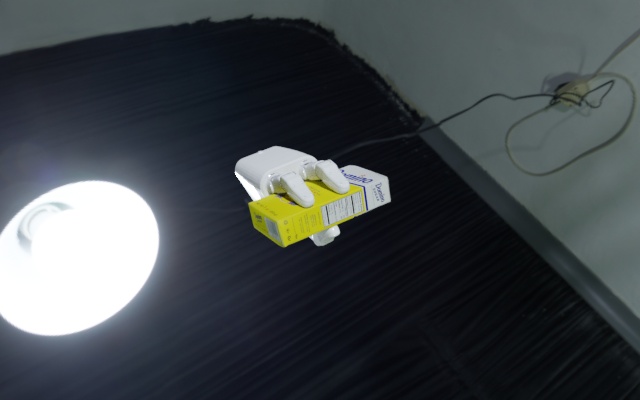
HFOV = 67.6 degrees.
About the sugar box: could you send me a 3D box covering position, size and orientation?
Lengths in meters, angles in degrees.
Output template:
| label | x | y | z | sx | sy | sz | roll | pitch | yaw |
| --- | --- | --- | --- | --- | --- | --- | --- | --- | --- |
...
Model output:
| label | x | y | z | sx | sy | sz | roll | pitch | yaw |
| --- | --- | --- | --- | --- | --- | --- | --- | --- | --- |
| sugar box | 0.000 | 0.002 | 0.664 | 0.176 | 0.048 | 0.093 | -25 | 27 | -25 |
